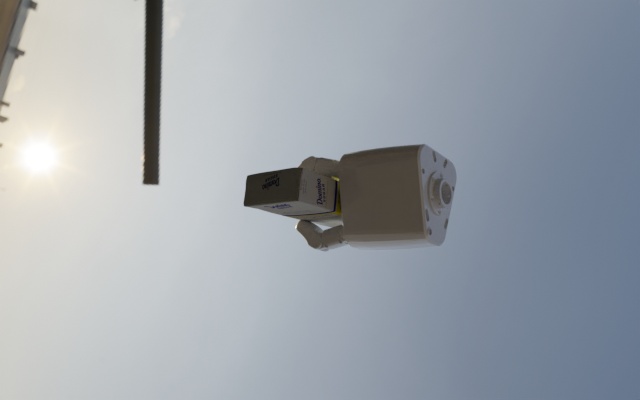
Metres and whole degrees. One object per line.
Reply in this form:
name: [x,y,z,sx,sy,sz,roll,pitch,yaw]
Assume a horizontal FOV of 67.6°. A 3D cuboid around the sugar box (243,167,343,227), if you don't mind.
sugar box: [0.000,0.001,0.604,0.093,0.048,0.176,-5,-17,40]
